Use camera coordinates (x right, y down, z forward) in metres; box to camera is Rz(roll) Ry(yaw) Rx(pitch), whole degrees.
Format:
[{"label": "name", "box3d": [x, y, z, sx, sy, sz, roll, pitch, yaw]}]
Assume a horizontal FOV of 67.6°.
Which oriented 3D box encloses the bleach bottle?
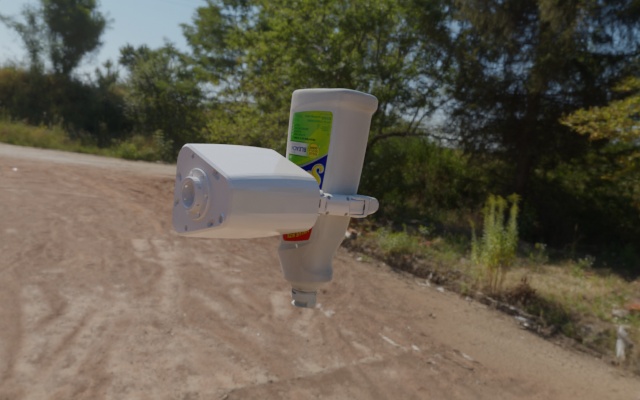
[{"label": "bleach bottle", "box3d": [0.000, 0.002, 0.555, 0.068, 0.251, 0.102, 1, 7, -45]}]
